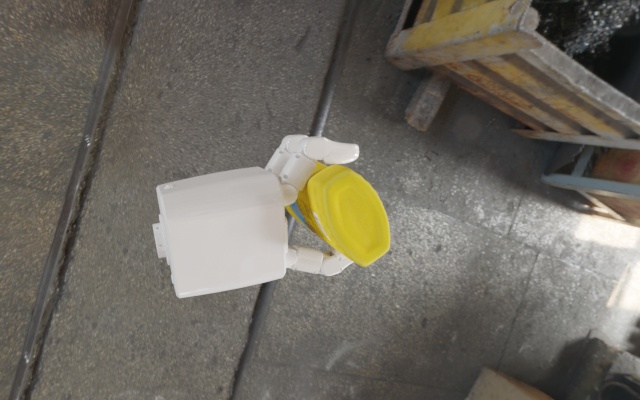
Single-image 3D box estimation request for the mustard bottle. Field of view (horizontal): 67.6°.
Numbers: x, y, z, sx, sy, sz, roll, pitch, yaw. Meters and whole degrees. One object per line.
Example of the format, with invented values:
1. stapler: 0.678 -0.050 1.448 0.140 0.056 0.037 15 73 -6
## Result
1. mustard bottle: 0.000 0.002 0.517 0.058 0.096 0.191 -35 20 -13
